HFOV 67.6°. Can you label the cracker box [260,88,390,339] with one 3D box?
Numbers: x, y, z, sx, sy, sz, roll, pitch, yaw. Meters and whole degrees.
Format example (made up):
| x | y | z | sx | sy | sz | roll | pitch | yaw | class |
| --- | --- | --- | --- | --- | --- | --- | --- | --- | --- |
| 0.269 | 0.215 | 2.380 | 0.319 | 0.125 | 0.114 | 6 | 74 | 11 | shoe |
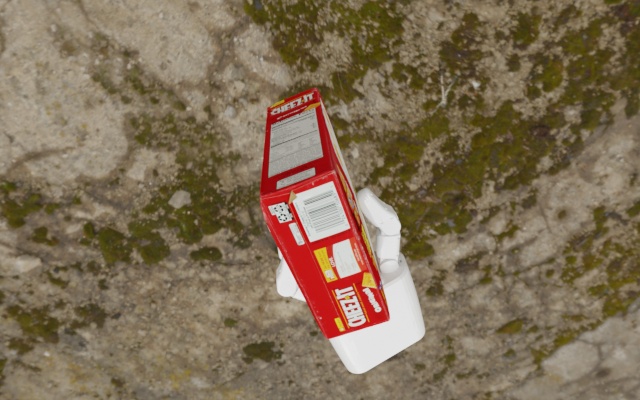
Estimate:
| x | y | z | sx | sy | sz | roll | pitch | yaw | class |
| --- | --- | --- | --- | --- | --- | --- | --- | --- | --- |
| 0.000 | 0.002 | 0.483 | 0.072 | 0.164 | 0.213 | -19 | 30 | 6 | cracker box |
